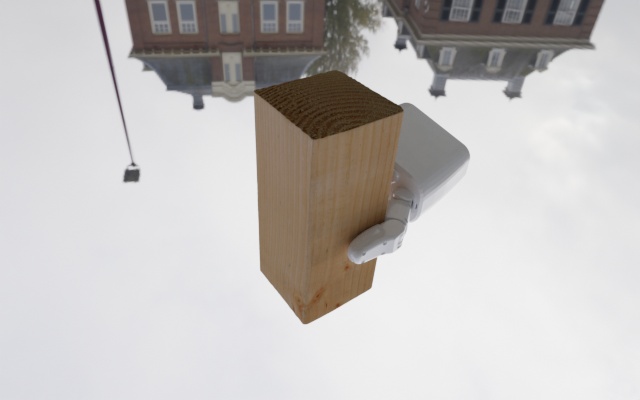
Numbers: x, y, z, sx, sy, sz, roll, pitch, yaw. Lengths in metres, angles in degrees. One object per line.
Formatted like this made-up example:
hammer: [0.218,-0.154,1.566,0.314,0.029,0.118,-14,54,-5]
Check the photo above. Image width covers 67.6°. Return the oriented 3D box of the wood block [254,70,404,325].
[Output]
wood block: [0.001,0.002,0.438,0.090,0.206,0.090,-22,45,-29]
